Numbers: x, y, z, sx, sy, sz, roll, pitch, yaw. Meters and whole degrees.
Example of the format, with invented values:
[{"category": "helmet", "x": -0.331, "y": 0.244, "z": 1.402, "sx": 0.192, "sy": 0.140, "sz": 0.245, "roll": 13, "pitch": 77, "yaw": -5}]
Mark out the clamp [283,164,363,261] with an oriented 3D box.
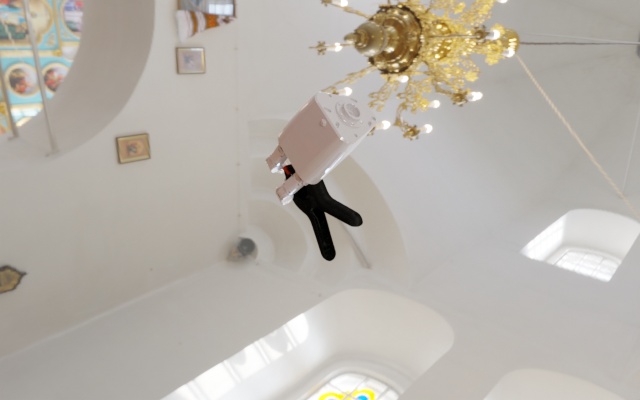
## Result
[{"category": "clamp", "x": 0.000, "y": 0.002, "z": 0.758, "sx": 0.039, "sy": 0.171, "sz": 0.120, "roll": -22, "pitch": -14, "yaw": -43}]
